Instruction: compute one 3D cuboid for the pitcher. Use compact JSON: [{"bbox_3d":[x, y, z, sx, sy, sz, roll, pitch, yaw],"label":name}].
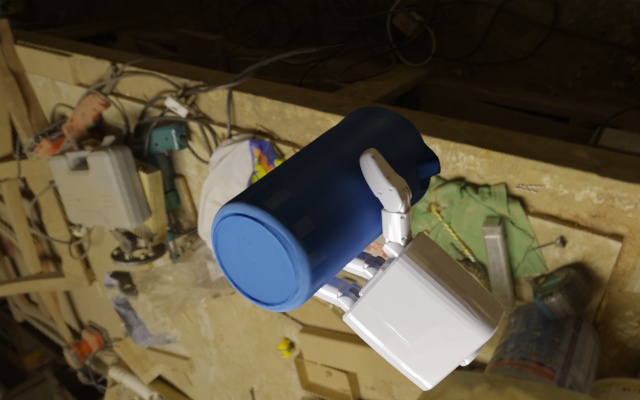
[{"bbox_3d":[0.000,0.002,0.490,0.242,0.145,0.149,-37,-13,-47],"label":"pitcher"}]
